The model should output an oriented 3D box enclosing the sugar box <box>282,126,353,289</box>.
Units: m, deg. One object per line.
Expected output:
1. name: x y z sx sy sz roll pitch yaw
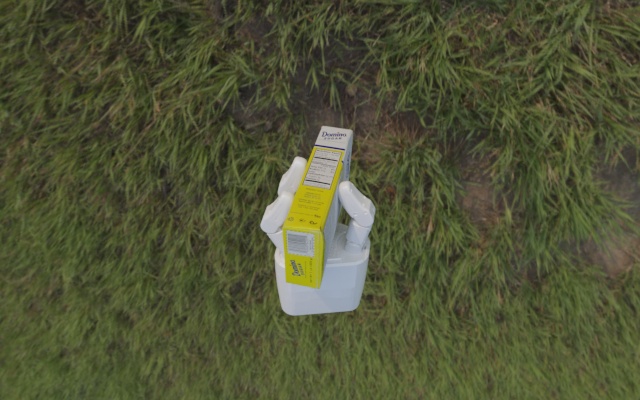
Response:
1. sugar box: 0.000 0.002 0.549 0.048 0.093 0.176 8 43 6
